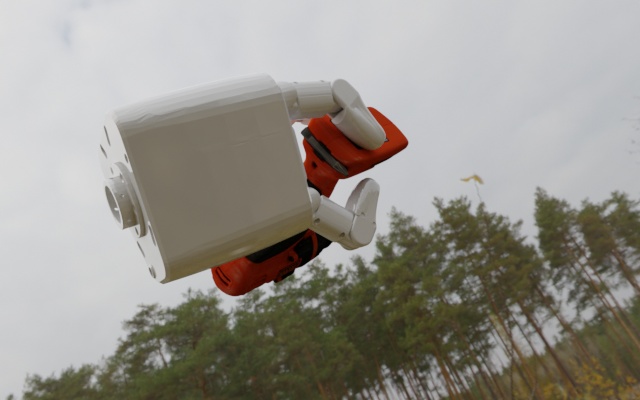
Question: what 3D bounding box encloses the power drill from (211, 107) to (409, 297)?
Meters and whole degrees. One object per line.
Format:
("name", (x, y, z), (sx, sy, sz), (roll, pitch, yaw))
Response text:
("power drill", (0.000, 0.001, 0.450), (0.057, 0.188, 0.184), (45, 34, 15))
